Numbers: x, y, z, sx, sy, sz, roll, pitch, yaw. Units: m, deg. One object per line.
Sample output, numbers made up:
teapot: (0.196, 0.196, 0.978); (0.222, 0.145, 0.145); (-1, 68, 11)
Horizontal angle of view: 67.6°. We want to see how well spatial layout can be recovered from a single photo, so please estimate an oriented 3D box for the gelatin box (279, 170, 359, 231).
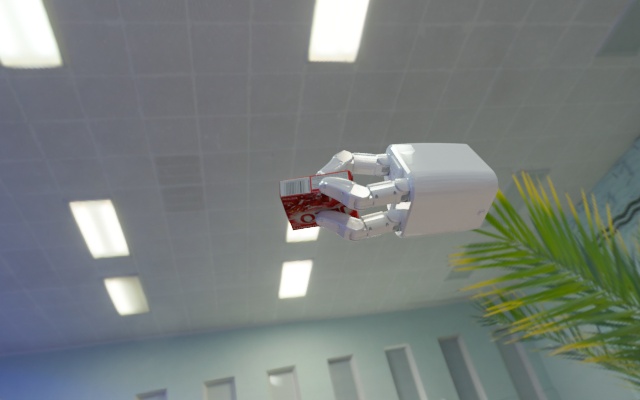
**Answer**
gelatin box: (0.000, 0.002, 0.590); (0.089, 0.030, 0.073); (-8, -37, 5)
